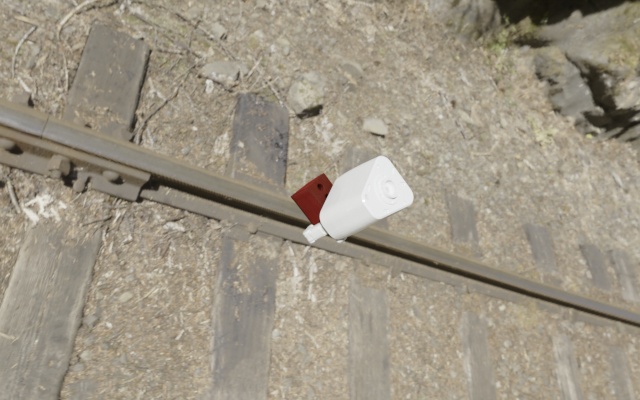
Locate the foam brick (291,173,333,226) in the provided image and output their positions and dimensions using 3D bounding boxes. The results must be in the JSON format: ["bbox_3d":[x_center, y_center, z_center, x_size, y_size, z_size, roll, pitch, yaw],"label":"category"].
[{"bbox_3d":[0.000,0.003,0.815,0.051,0.078,0.053,-30,11,49],"label":"foam brick"}]
